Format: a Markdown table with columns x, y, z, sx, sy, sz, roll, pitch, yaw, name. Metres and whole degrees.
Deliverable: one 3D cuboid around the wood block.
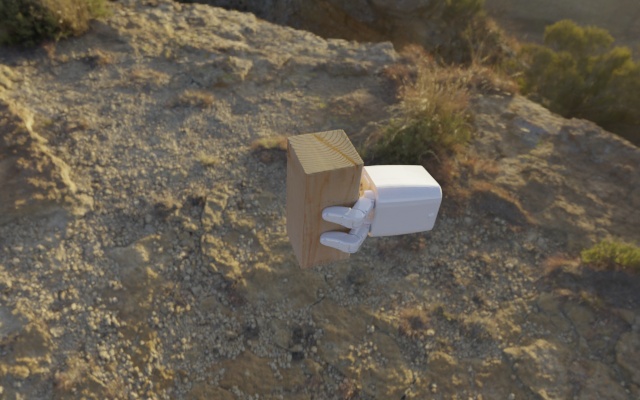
| x | y | z | sx | sy | sz | roll | pitch | yaw | name |
| --- | --- | --- | --- | --- | --- | --- | --- | --- | --- |
| 0.000 | 0.002 | 0.756 | 0.090 | 0.206 | 0.090 | -11 | 45 | -16 | wood block |
